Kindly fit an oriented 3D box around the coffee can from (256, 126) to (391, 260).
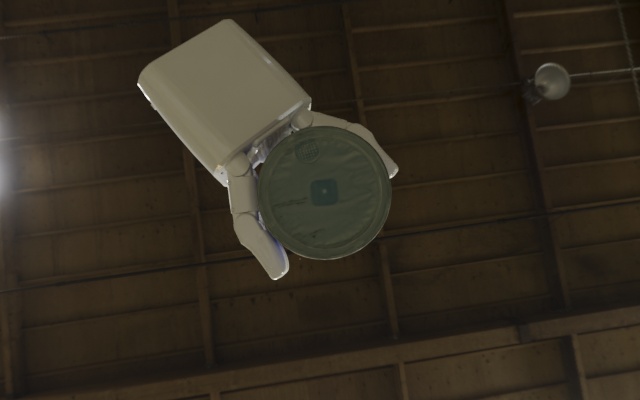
[{"bbox_3d":[0.000,0.001,0.429,0.103,0.103,0.140,0,-7,-2],"label":"coffee can"}]
